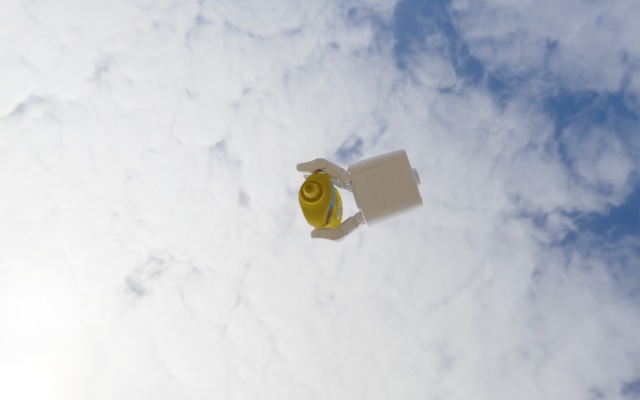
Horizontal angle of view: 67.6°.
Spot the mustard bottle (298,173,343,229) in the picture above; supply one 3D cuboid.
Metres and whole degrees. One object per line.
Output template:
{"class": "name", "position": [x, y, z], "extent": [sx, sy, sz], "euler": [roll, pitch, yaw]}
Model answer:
{"class": "mustard bottle", "position": [0.000, 0.003, 0.864], "extent": [0.058, 0.096, 0.192], "euler": [5, -13, 12]}
